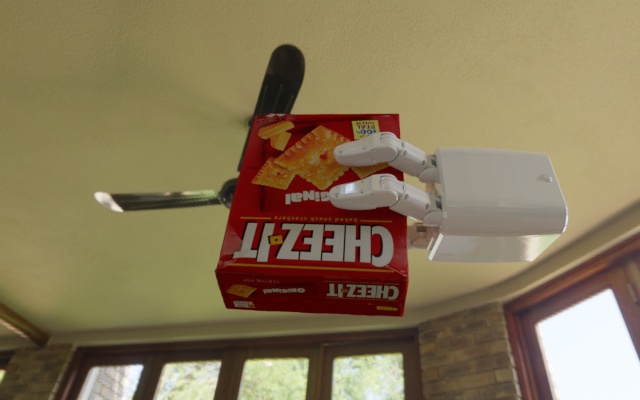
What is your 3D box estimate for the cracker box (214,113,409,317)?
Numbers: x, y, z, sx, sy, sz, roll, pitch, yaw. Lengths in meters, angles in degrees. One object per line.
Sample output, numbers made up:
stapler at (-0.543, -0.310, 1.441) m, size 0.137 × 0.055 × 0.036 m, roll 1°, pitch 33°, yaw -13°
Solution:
cracker box at (0.000, 0.002, 0.477) m, size 0.164 × 0.213 × 0.072 m, roll 1°, pitch -42°, yaw 5°
